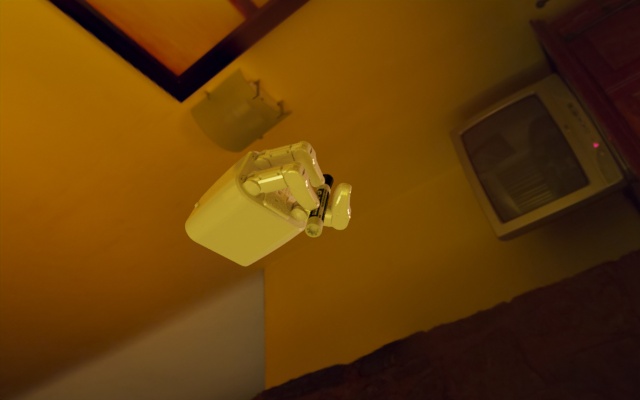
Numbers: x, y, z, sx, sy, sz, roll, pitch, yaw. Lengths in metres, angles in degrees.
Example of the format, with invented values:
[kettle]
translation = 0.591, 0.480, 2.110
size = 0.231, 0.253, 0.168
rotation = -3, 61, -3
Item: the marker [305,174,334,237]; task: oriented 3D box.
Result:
[marker]
translation = 0.000, 0.002, 0.577
size = 0.020, 0.020, 0.121
rotation = 0, 32, 9
